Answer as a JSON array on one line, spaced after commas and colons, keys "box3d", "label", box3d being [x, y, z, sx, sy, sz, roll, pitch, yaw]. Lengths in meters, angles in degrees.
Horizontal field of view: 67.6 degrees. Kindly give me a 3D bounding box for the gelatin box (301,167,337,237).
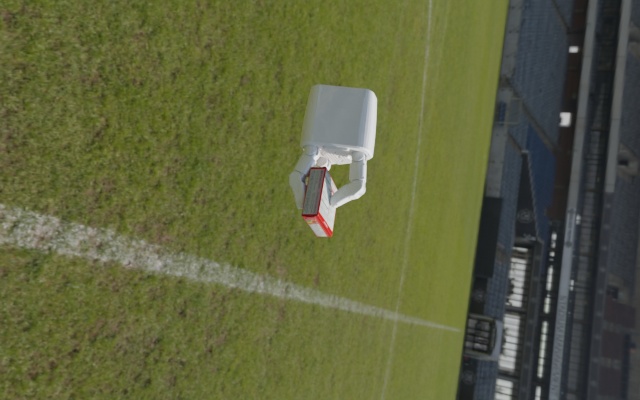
[{"box3d": [0.001, 0.003, 0.751, 0.030, 0.089, 0.073, -2, -30, 19], "label": "gelatin box"}]
